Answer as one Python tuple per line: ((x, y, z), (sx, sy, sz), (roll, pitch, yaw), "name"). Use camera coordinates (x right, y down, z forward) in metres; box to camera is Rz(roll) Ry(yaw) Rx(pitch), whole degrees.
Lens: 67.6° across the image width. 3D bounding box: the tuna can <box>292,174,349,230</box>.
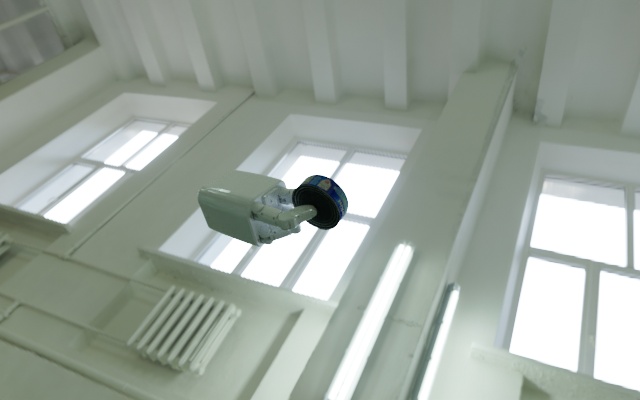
((0.000, 0.002, 0.738), (0.086, 0.086, 0.033), (0, 36, 39), "tuna can")
